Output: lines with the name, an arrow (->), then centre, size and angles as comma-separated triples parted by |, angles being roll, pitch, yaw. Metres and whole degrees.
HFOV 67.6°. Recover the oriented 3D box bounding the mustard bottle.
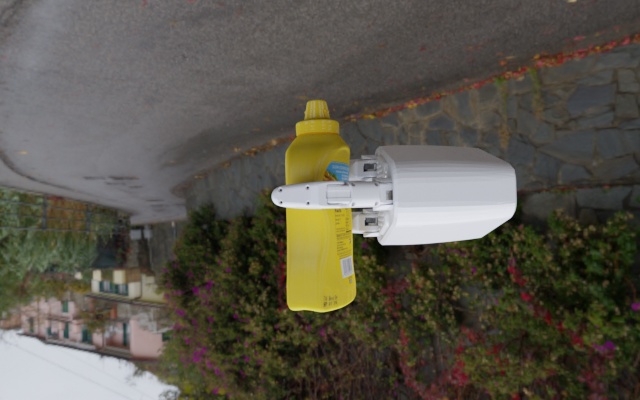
mustard bottle -> 0.000, 0.002, 0.451 | 0.058, 0.191, 0.096 | -2, -1, 22
